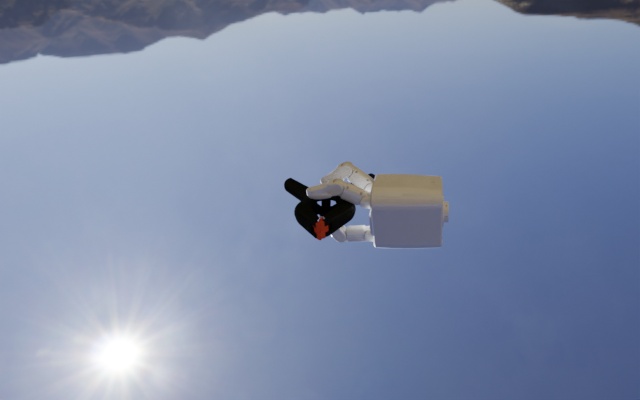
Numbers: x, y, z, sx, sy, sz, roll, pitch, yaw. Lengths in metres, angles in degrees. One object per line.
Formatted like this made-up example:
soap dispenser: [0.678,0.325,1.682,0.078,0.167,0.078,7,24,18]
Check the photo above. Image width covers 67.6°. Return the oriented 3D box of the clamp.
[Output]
clamp: [0.000,0.003,0.770,0.164,0.036,0.210,-1,23,14]
